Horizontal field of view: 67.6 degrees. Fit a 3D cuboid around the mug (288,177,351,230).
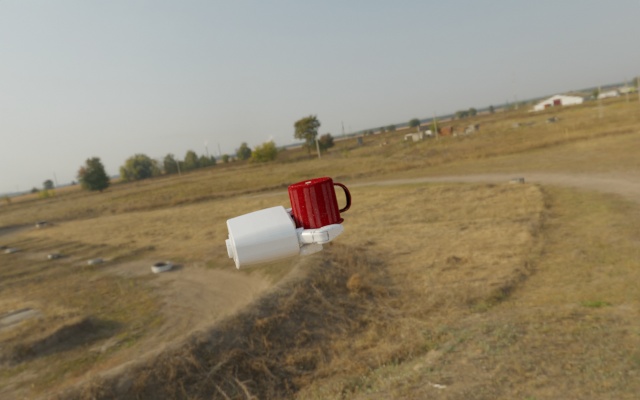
[{"bbox_3d":[0.001,0.002,0.852,0.117,0.081,0.093,-14,8,-15],"label":"mug"}]
